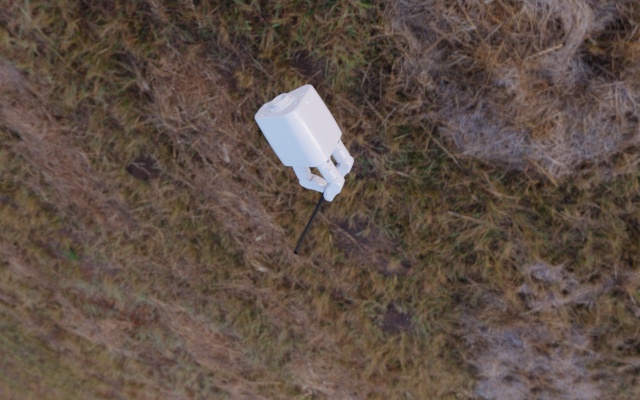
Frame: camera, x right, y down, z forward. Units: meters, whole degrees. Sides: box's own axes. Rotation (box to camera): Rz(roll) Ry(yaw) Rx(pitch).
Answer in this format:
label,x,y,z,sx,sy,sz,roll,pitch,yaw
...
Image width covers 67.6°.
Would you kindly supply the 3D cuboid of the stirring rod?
label,x,y,z,sx,sy,sz,roll,pitch,yaw
stirring rod,0.000,0.003,0.857,0.011,0.011,0.239,0,44,28
